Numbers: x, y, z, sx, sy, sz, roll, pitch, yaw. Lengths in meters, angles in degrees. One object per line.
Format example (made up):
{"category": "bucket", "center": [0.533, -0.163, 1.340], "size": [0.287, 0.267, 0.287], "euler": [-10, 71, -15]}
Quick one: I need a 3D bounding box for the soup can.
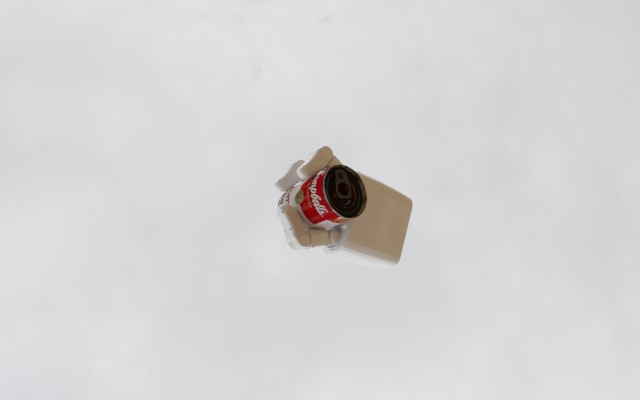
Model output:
{"category": "soup can", "center": [0.000, 0.002, 0.608], "size": [0.068, 0.068, 0.102], "euler": [0, -15, -39]}
